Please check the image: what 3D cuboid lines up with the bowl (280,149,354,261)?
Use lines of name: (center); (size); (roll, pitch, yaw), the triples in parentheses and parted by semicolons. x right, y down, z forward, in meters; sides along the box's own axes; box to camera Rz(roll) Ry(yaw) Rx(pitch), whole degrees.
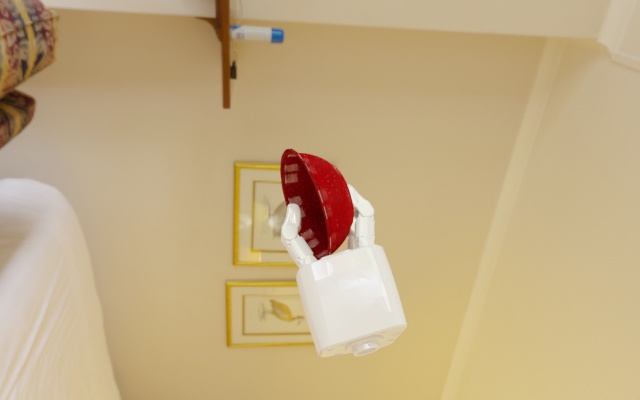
bowl: (0.000, 0.001, 0.645); (0.055, 0.162, 0.162); (-18, 6, -19)
